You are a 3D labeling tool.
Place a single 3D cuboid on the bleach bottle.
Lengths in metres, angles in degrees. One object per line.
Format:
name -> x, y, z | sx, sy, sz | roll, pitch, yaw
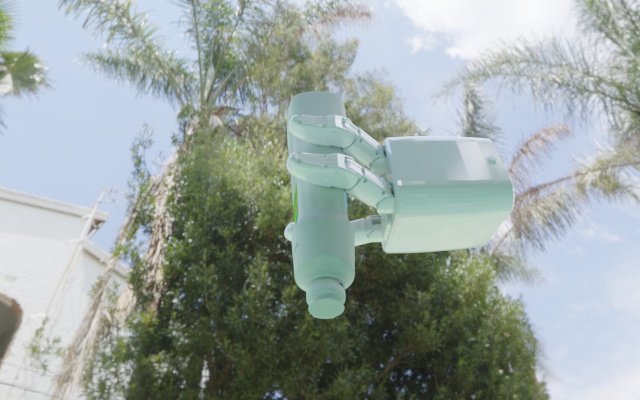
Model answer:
bleach bottle -> 0.000, 0.001, 0.462 | 0.068, 0.250, 0.103 | -2, -45, -1
